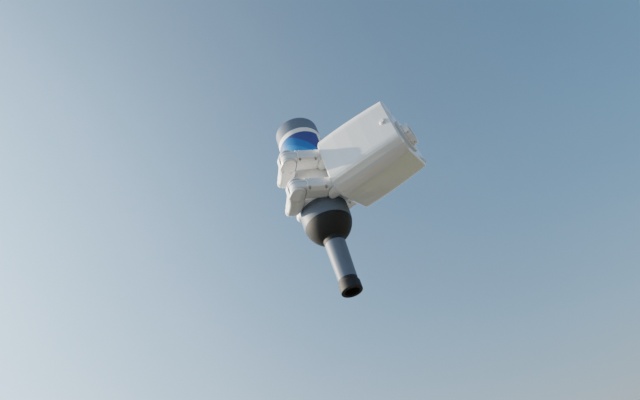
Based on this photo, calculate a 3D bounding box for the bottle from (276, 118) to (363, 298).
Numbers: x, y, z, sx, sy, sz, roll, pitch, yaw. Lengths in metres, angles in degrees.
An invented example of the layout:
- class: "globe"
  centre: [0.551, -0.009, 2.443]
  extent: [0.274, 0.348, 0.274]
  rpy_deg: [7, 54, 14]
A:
- class: "bottle"
  centre: [0.000, 0.002, 0.663]
  extent: [0.069, 0.295, 0.069]
  rpy_deg: [-11, -40, -10]
